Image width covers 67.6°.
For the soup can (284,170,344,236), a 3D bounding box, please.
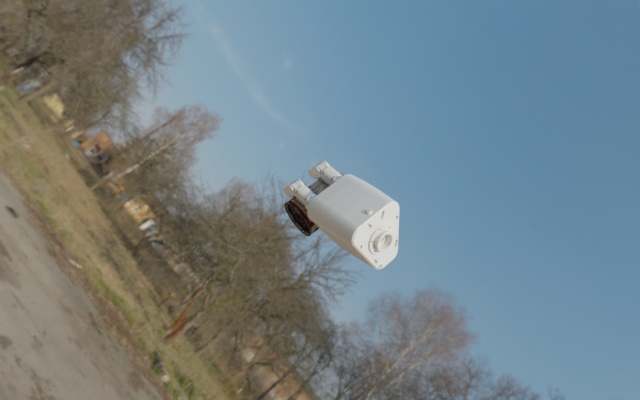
[{"bbox_3d":[0.000,0.002,0.795,0.102,0.068,0.068,-37,13,-18],"label":"soup can"}]
